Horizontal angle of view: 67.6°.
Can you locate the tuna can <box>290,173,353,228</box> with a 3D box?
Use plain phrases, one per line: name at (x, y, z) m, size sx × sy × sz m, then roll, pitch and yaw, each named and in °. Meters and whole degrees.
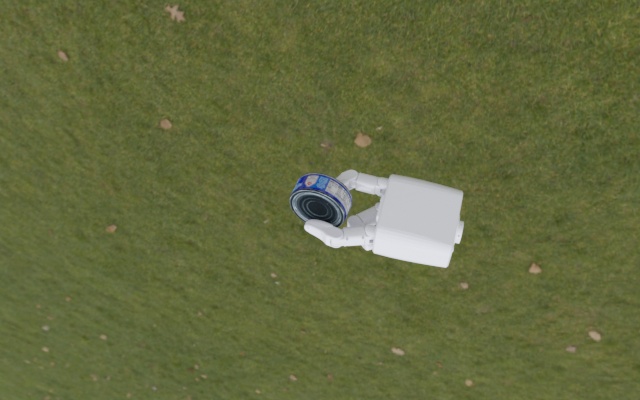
tuna can at (0.000, 0.003, 0.677) m, size 0.086 × 0.033 × 0.086 m, roll 16°, pitch -37°, yaw 13°
